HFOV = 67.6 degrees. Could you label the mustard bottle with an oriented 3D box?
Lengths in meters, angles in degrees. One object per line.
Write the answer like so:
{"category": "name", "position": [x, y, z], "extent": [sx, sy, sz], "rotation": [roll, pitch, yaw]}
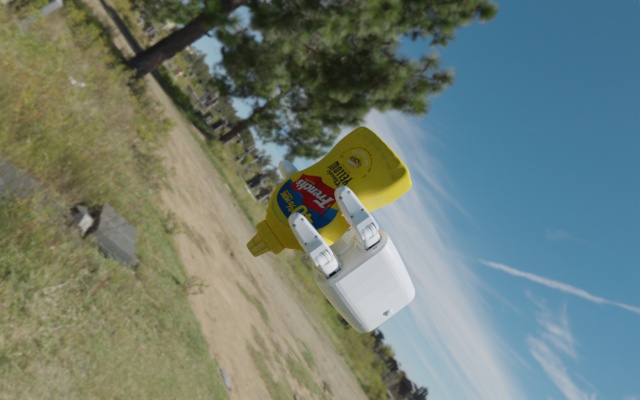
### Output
{"category": "mustard bottle", "position": [0.000, 0.001, 0.539], "extent": [0.191, 0.096, 0.058], "rotation": [-35, -32, -4]}
